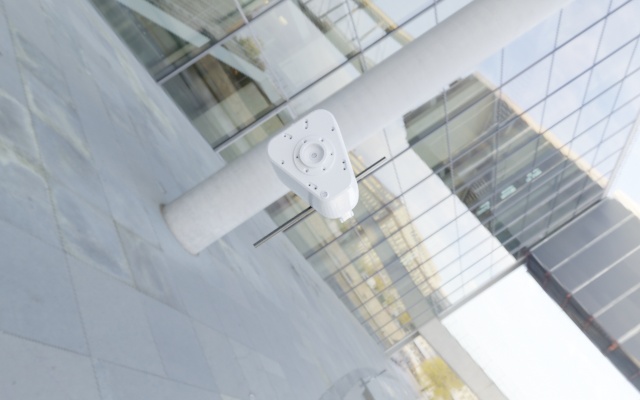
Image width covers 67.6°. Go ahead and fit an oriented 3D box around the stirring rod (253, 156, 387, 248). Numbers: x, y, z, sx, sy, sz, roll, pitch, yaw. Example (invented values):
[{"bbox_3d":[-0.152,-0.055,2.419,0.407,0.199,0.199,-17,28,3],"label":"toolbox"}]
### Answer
[{"bbox_3d":[0.000,0.002,0.725,0.239,0.011,0.011,-34,1,-2],"label":"stirring rod"}]
